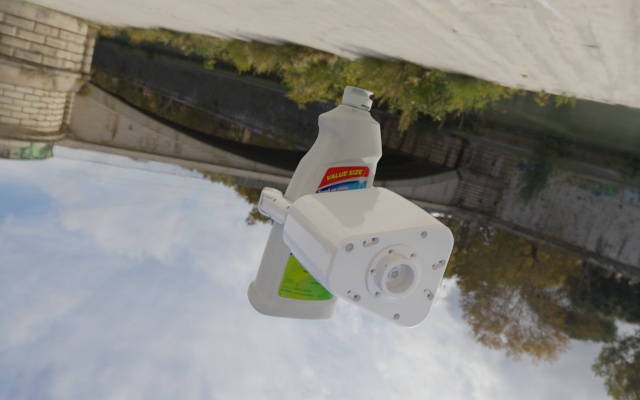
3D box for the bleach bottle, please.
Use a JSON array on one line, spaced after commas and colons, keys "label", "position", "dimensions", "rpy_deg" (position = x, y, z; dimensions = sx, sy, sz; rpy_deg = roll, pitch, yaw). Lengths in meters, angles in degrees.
[{"label": "bleach bottle", "position": [0.000, 0.002, 0.515], "dimensions": [0.102, 0.251, 0.068], "rpy_deg": [11, 12, -23]}]
